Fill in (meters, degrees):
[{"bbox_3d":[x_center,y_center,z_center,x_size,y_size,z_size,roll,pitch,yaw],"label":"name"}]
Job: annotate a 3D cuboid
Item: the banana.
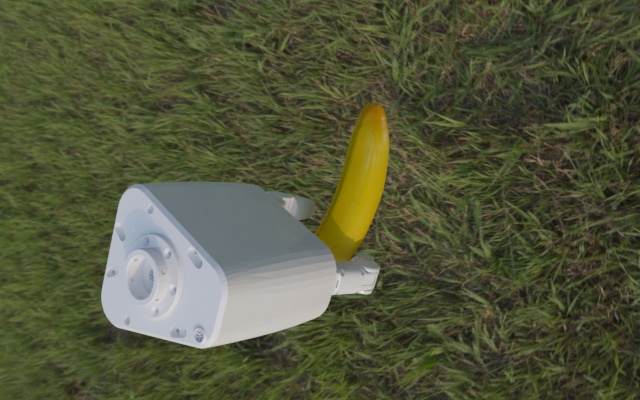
[{"bbox_3d":[0.010,0.016,0.401,0.069,0.198,0.037,45,24,28],"label":"banana"}]
